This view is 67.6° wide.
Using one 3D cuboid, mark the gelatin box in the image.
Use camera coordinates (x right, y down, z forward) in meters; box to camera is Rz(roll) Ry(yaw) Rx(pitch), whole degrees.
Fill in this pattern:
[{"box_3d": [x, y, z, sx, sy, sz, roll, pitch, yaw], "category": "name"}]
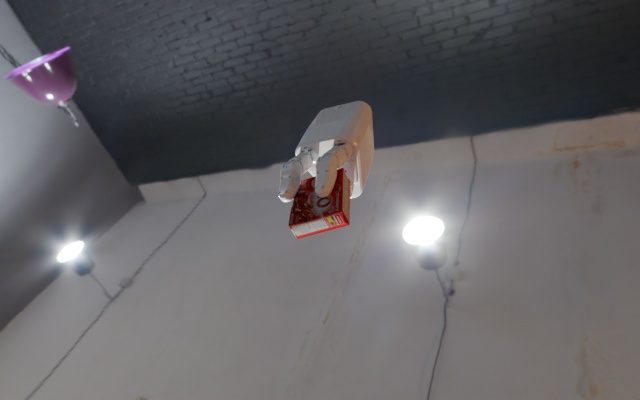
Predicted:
[{"box_3d": [0.000, 0.003, 0.621, 0.073, 0.030, 0.089, -16, 39, 18], "category": "gelatin box"}]
